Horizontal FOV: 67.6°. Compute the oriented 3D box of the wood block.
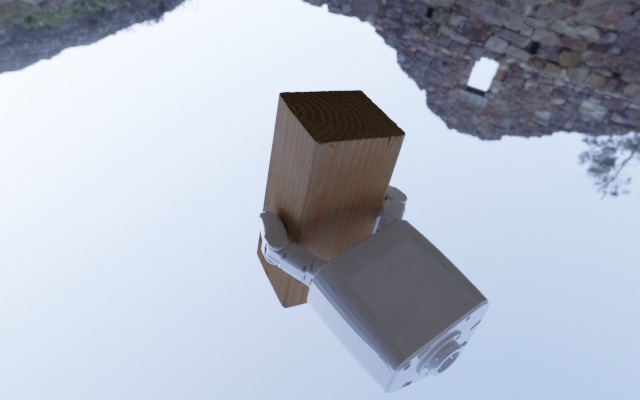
[{"bbox_3d":[0.000,0.002,0.485,0.091,0.206,0.090,-8,42,-26],"label":"wood block"}]
